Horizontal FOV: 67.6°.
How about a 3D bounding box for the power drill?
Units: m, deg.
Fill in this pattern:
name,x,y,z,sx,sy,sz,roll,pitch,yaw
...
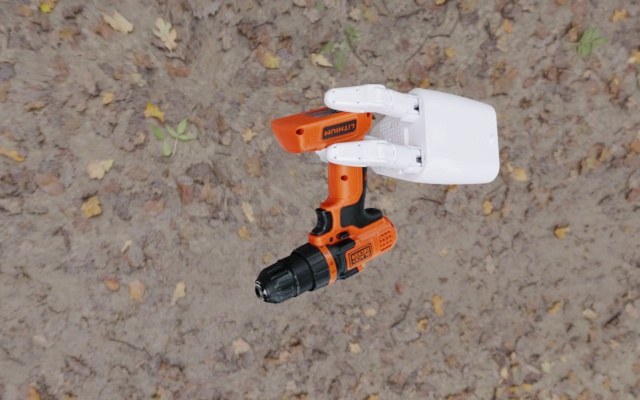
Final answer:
name,x,y,z,sx,sy,sz,roll,pitch,yaw
power drill,0.000,0.001,0.506,0.184,0.188,0.057,-23,27,-33
